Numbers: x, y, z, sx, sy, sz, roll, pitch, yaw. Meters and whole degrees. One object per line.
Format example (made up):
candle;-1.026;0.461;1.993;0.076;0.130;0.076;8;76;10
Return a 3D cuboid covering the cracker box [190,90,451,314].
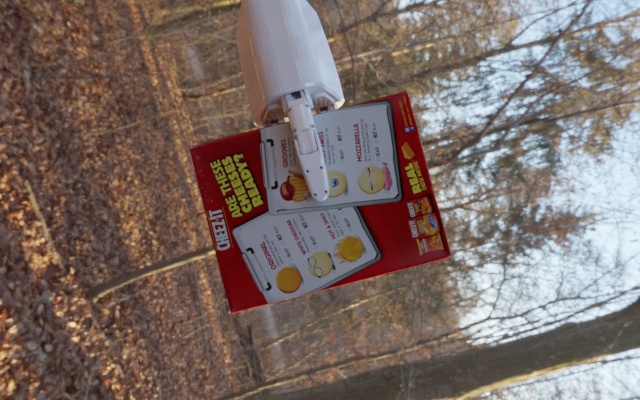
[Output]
cracker box;0.000;0.001;0.474;0.214;0.164;0.072;-15;-3;1
